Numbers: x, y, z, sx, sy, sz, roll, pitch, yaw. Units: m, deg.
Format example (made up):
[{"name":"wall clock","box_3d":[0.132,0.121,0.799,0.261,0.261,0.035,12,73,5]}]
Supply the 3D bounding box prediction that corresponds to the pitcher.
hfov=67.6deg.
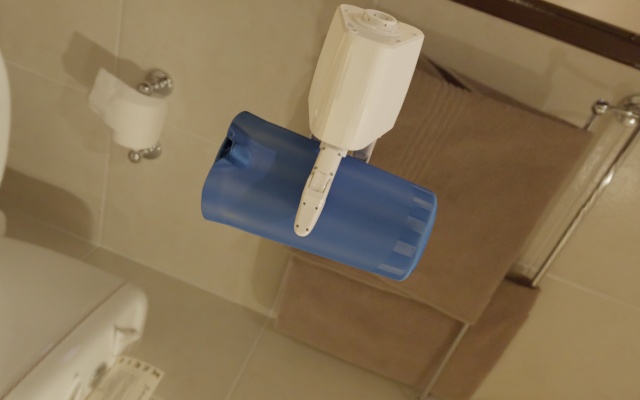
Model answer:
[{"name":"pitcher","box_3d":[0.000,0.002,0.552,0.243,0.145,0.149,21,32,4]}]
